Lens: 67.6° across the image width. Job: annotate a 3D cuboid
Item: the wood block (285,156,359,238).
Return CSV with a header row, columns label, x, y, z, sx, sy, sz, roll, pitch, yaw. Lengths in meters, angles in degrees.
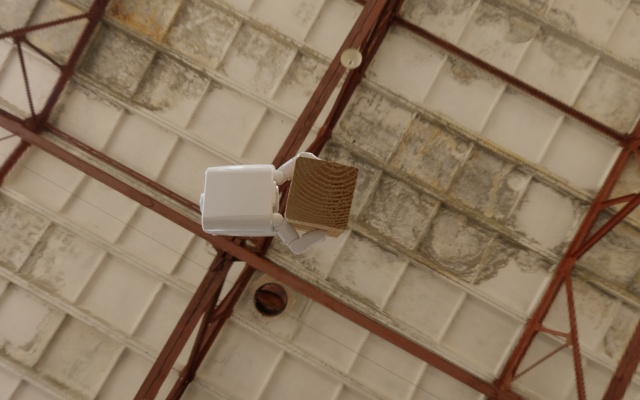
label,x,y,z,sx,sy,sz,roll,pitch,yaw
wood block,0.000,0.002,0.754,0.090,0.091,0.206,11,-7,0
